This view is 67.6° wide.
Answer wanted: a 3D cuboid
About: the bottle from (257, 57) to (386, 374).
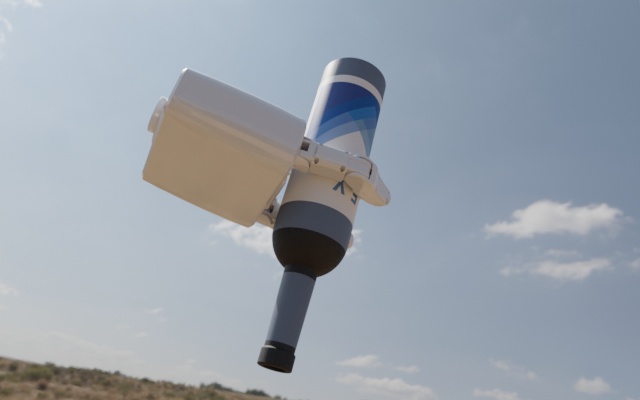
[{"bbox_3d":[0.000,0.001,0.428,0.069,0.295,0.069,12,-28,7],"label":"bottle"}]
